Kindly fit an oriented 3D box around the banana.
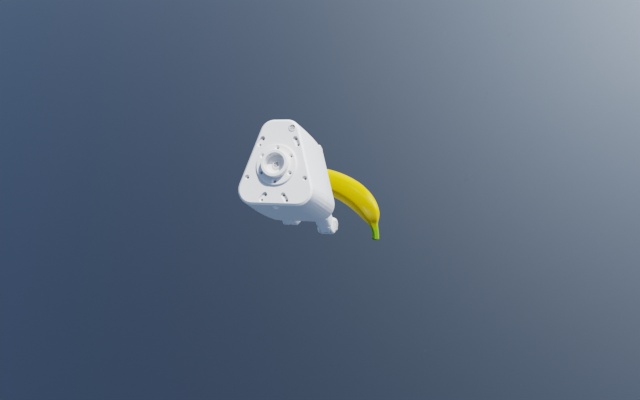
[{"bbox_3d":[0.011,-0.013,0.724,0.198,0.069,0.037,27,3,15],"label":"banana"}]
